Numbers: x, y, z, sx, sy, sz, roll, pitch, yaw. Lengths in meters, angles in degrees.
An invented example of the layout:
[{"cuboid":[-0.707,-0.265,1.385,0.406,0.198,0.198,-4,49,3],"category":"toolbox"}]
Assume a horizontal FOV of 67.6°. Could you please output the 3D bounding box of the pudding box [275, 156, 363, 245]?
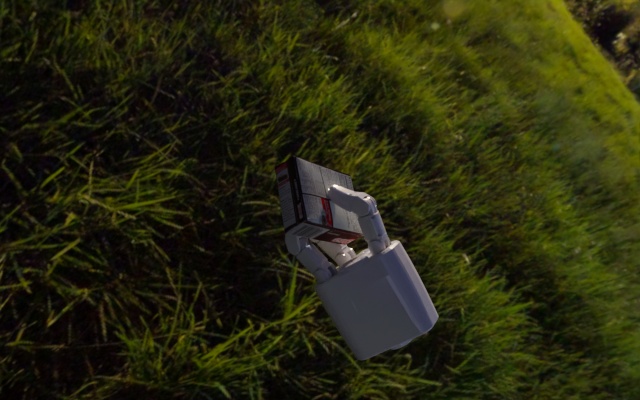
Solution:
[{"cuboid":[0.000,0.002,0.594,0.039,0.090,0.113,-28,-29,33],"category":"pudding box"}]
